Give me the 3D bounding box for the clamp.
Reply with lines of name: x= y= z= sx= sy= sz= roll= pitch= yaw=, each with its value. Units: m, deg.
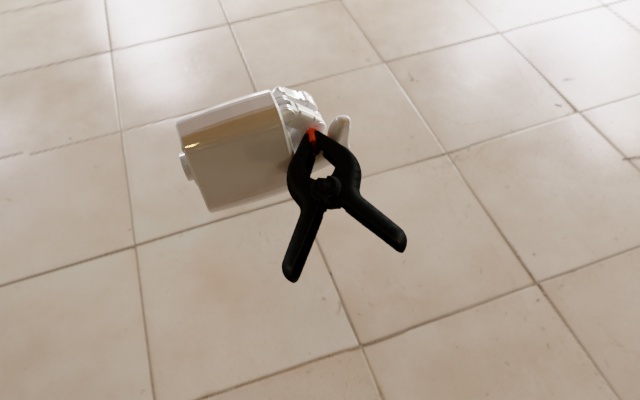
clamp: x=0.000 y=0.001 z=0.485 sx=0.120 sy=0.171 sz=0.039 roll=-20 pitch=-36 yaw=-6
